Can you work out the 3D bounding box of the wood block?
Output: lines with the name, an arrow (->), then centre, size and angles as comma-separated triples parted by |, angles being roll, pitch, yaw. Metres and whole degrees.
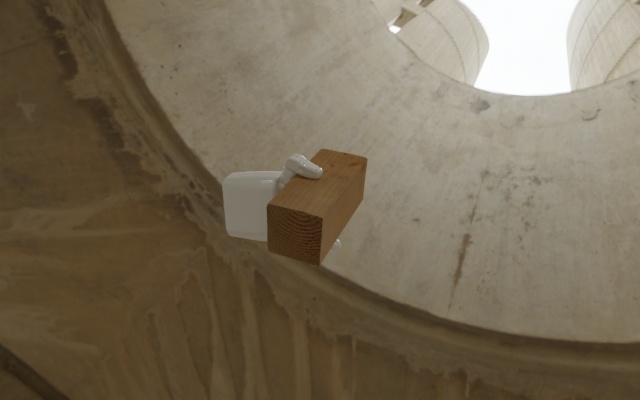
wood block -> 0.000, 0.002, 0.778 | 0.090, 0.091, 0.206 | 14, 34, 18
